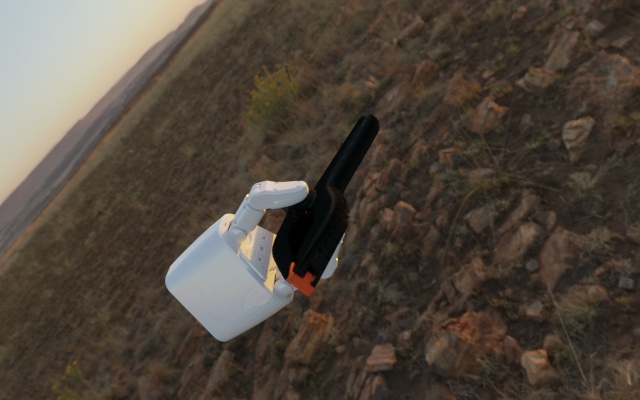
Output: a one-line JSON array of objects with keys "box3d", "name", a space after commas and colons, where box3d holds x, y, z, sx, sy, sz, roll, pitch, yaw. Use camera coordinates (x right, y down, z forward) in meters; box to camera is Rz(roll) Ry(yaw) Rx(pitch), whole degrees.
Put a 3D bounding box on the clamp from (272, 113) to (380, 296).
[{"box3d": [-0.001, 0.002, 0.487, 0.164, 0.036, 0.209, -39, 26, 25], "name": "clamp"}]
